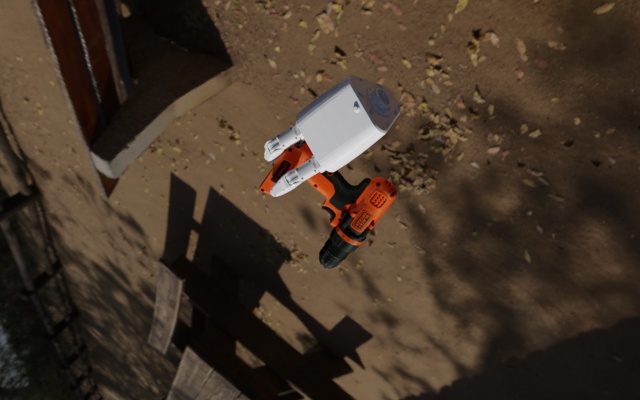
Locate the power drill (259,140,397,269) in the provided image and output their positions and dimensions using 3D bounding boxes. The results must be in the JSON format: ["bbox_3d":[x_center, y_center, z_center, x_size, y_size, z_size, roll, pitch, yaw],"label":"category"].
[{"bbox_3d":[0.000,0.002,0.762,0.187,0.184,0.057,34,23,-5],"label":"power drill"}]
